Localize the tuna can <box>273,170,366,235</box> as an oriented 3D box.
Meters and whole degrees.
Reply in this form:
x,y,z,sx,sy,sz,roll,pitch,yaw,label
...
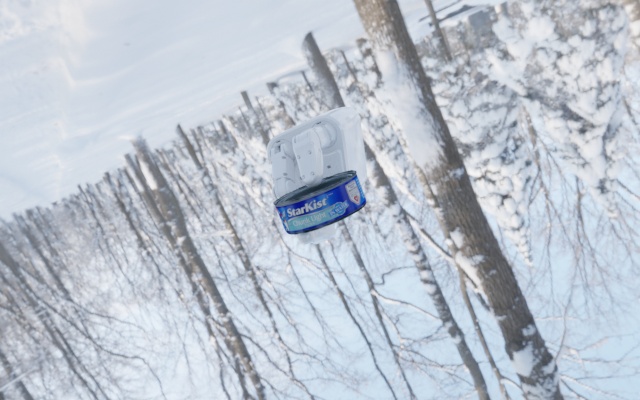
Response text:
x,y,z,sx,sy,sz,roll,pitch,yaw,label
0.000,0.002,0.461,0.086,0.034,0.086,-21,8,3,tuna can
